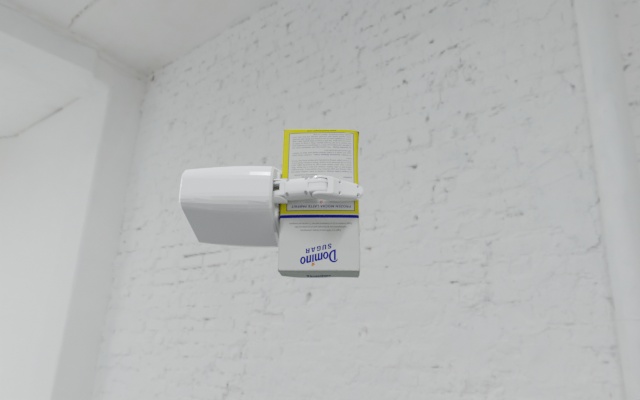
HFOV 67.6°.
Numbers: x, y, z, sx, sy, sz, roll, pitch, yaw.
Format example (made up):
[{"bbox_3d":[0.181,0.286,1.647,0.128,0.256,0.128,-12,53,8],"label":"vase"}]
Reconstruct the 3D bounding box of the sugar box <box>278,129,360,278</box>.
[{"bbox_3d":[0.000,0.002,0.567,0.093,0.176,0.048,1,-18,3],"label":"sugar box"}]
